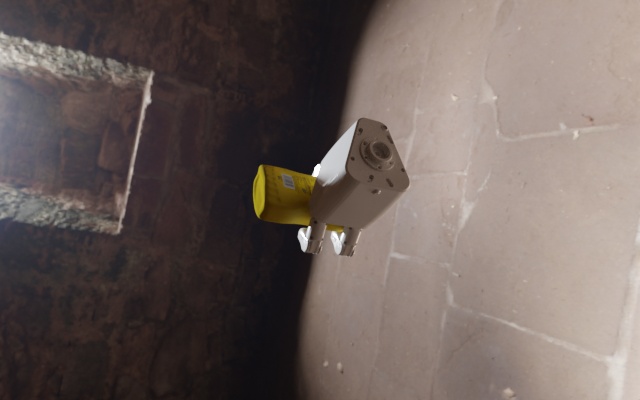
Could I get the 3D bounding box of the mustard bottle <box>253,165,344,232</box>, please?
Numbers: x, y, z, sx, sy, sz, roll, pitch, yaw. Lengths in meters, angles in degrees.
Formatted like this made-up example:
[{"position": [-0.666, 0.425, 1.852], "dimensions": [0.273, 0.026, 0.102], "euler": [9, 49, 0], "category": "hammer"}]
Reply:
[{"position": [0.000, 0.002, 0.706], "dimensions": [0.191, 0.058, 0.096], "euler": [11, 34, -22], "category": "mustard bottle"}]
